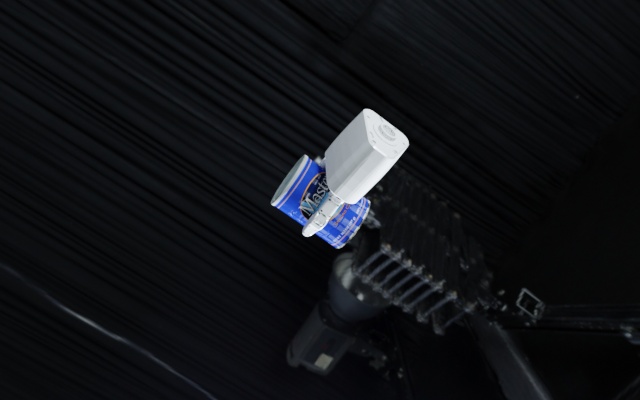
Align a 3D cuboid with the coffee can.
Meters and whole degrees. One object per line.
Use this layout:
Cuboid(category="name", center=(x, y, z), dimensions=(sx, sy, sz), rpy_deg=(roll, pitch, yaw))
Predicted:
Cuboid(category="coffee can", center=(0.000, 0.003, 0.828), dimensions=(0.140, 0.103, 0.103), rpy_deg=(35, -7, -10))
